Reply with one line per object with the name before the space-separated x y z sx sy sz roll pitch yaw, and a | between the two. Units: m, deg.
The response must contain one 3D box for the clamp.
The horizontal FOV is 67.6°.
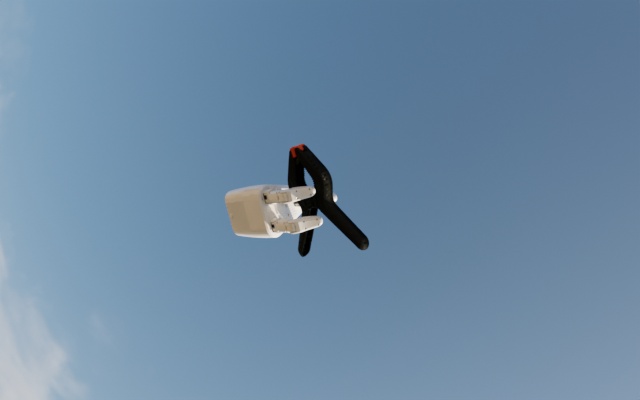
clamp | 0.000 0.002 0.838 0.164 0.210 0.036 -4 15 42
